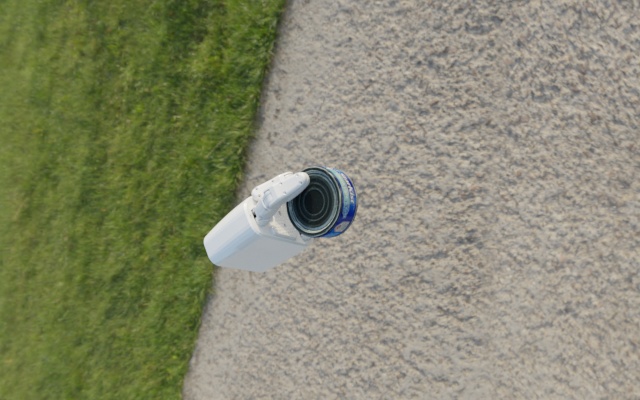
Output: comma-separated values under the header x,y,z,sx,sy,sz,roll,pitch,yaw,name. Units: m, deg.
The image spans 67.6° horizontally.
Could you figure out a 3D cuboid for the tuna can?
x,y,z,sx,sy,sz,roll,pitch,yaw,name
0.000,0.002,0.567,0.086,0.086,0.034,0,-2,38,tuna can
